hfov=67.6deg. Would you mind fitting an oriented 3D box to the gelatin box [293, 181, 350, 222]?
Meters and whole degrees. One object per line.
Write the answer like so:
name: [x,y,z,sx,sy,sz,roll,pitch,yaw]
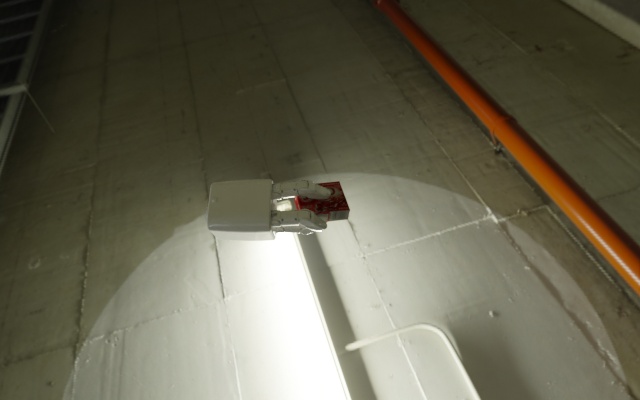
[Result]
gelatin box: [0.000,0.003,0.850,0.089,0.073,0.030,-5,-43,-14]
